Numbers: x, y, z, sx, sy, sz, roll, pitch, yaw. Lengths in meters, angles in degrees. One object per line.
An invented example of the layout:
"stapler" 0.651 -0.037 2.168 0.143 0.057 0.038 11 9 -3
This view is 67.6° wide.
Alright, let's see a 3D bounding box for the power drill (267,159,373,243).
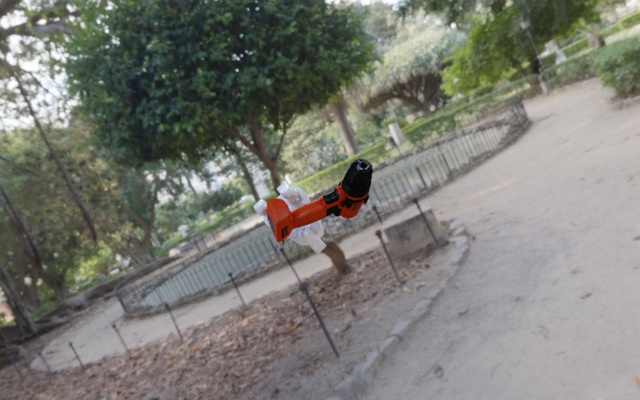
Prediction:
"power drill" 0.000 0.003 0.848 0.187 0.057 0.184 -18 -24 -14
